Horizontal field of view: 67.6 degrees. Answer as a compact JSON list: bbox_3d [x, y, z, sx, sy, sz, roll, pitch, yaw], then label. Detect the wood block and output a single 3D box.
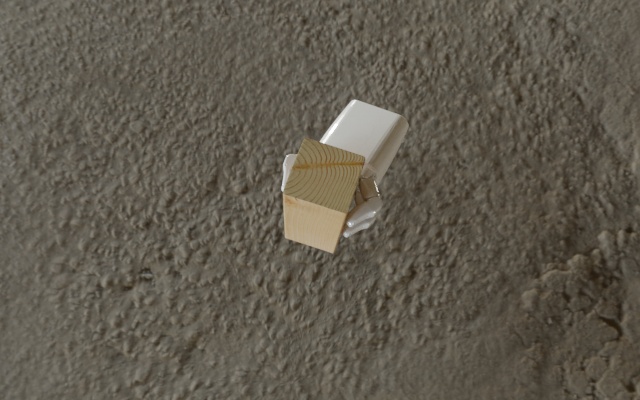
[{"bbox_3d":[0.000,0.002,0.725,0.091,0.090,0.206,18,-21,4],"label":"wood block"}]
